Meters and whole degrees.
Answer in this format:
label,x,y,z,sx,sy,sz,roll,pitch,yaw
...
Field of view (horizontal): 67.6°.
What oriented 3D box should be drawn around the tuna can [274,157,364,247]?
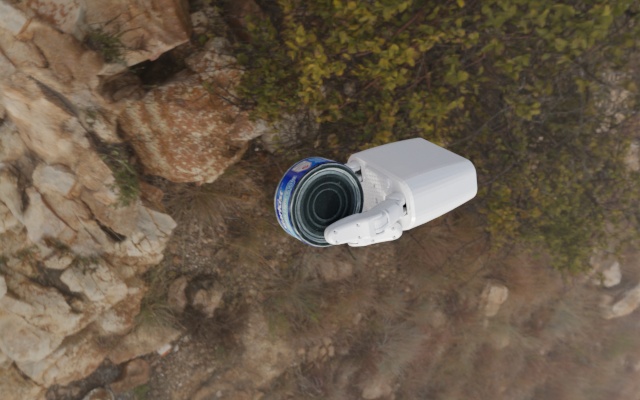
label,x,y,z,sx,sy,sz,roll,pitch,yaw
tuna can,0.000,0.002,0.469,0.086,0.086,0.033,0,12,-31
